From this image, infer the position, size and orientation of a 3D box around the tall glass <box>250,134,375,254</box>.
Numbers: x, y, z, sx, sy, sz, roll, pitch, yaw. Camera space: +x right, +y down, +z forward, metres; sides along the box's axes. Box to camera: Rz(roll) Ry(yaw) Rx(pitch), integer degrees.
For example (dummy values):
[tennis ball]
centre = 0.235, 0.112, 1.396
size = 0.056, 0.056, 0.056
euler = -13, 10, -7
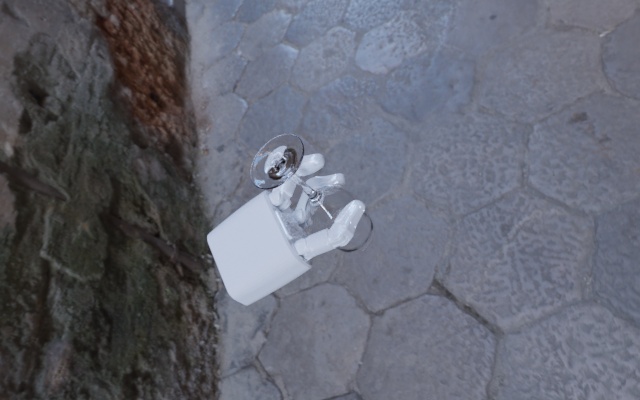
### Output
[tall glass]
centre = 0.000, 0.002, 0.613
size = 0.079, 0.079, 0.201
euler = 0, -28, 36
